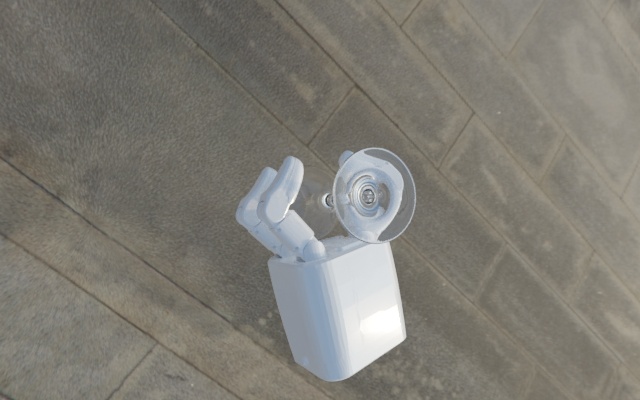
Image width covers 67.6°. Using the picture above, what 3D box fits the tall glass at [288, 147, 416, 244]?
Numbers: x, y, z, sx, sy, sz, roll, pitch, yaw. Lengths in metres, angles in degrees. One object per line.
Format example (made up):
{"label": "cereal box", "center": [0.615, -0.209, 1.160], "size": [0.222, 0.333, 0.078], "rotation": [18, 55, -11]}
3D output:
{"label": "tall glass", "center": [0.000, 0.001, 0.453], "size": [0.079, 0.079, 0.201], "rotation": [0, -3, -26]}
